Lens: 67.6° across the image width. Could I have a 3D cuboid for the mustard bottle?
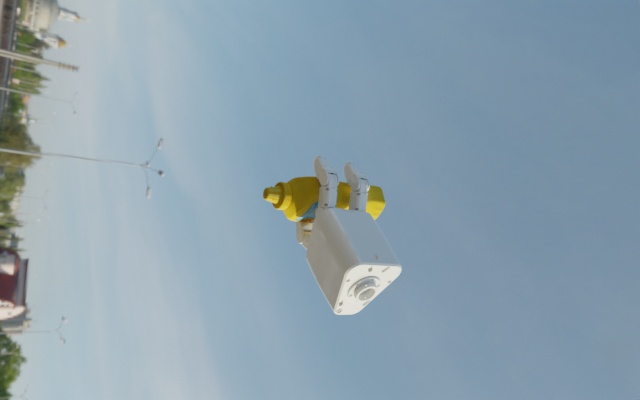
[{"bbox_3d":[0.000,0.002,0.739,0.191,0.058,0.096,8,-30,-33],"label":"mustard bottle"}]
